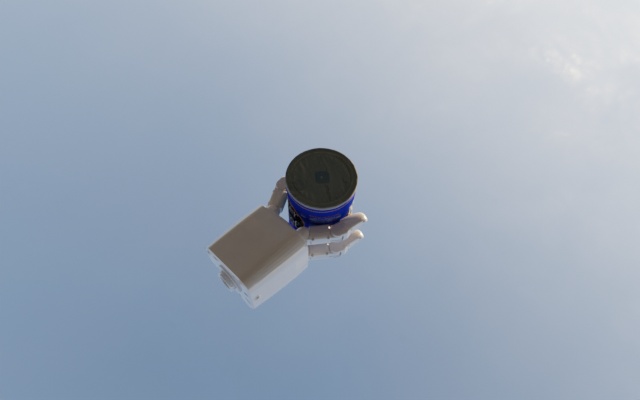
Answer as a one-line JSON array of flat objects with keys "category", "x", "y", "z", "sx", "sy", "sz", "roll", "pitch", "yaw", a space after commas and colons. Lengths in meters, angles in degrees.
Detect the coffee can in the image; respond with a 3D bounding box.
[{"category": "coffee can", "x": 0.000, "y": 0.002, "z": 0.728, "sx": 0.103, "sy": 0.102, "sz": 0.140, "roll": 0, "pitch": -31, "yaw": -2}]
